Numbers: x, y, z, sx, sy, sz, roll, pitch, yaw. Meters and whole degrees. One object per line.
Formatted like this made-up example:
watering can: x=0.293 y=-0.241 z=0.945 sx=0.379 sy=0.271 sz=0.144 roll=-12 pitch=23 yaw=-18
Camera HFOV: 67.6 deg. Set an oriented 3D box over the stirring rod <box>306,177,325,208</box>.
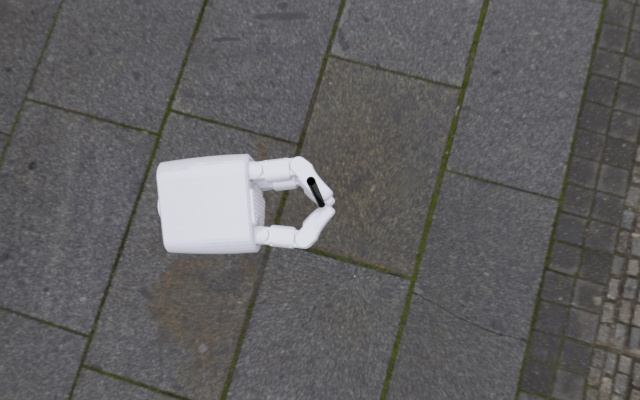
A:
stirring rod: x=0.000 y=0.002 z=0.535 sx=0.011 sy=0.011 sz=0.239 roll=0 pitch=-9 yaw=4
